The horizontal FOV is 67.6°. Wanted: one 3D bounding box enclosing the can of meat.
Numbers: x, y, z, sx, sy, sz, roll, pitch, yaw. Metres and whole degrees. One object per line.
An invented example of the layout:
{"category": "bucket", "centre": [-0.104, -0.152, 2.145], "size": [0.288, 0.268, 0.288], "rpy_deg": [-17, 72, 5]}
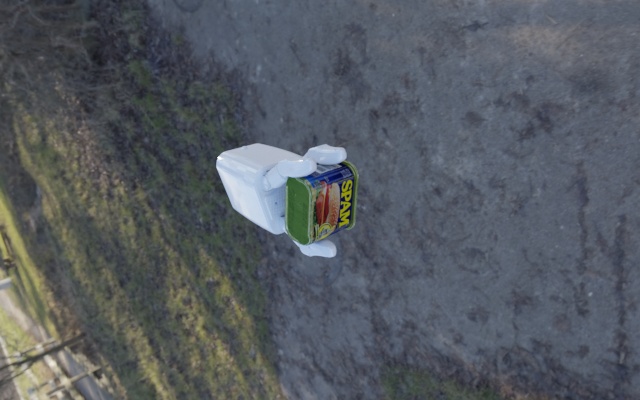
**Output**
{"category": "can of meat", "centre": [0.000, 0.002, 0.639], "size": [0.084, 0.102, 0.057], "rpy_deg": [-21, 36, -38]}
